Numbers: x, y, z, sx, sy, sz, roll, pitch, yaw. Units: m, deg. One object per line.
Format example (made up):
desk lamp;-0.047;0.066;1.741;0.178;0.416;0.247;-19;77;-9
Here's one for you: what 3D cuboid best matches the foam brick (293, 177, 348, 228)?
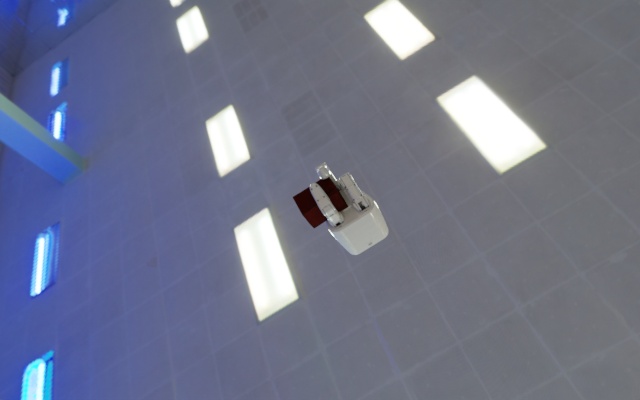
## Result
foam brick;0.000;0.003;0.874;0.078;0.053;0.051;-32;-41;4
